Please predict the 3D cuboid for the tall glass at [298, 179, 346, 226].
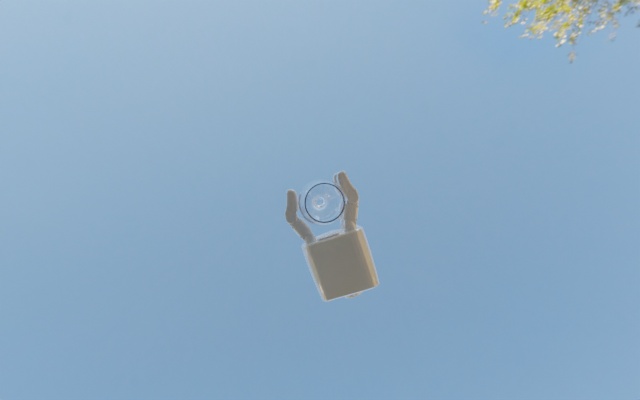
[{"bbox_3d":[0.000,0.003,0.827,0.079,0.079,0.201,0,0,-4],"label":"tall glass"}]
